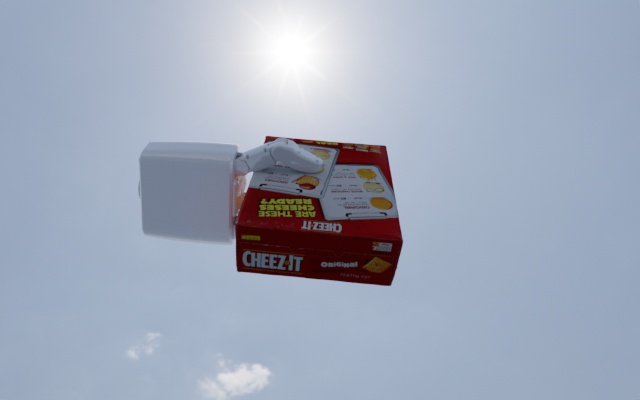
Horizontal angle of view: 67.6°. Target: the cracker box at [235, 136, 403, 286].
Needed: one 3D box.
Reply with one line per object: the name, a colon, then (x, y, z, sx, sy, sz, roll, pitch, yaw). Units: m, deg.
cracker box: (0.000, 0.002, 0.560, 0.164, 0.072, 0.213, 5, 32, 0)
